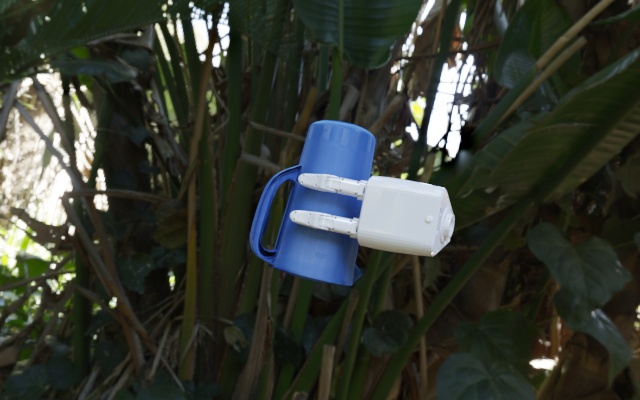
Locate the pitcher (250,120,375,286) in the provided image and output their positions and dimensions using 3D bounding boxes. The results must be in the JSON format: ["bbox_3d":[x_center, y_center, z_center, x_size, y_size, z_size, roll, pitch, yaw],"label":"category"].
[{"bbox_3d":[0.000,0.002,0.742,0.145,0.243,0.149,10,-7,27],"label":"pitcher"}]
